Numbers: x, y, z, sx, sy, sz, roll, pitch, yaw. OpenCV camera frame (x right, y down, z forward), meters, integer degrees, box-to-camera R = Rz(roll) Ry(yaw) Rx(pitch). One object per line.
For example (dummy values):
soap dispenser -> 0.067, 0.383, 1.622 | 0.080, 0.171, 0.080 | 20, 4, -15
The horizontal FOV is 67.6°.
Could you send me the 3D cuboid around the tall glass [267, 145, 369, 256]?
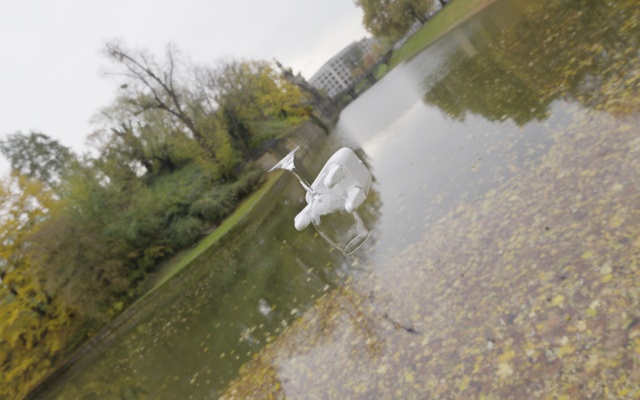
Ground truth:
tall glass -> 0.000, 0.002, 0.841 | 0.079, 0.201, 0.079 | -39, 8, 6
